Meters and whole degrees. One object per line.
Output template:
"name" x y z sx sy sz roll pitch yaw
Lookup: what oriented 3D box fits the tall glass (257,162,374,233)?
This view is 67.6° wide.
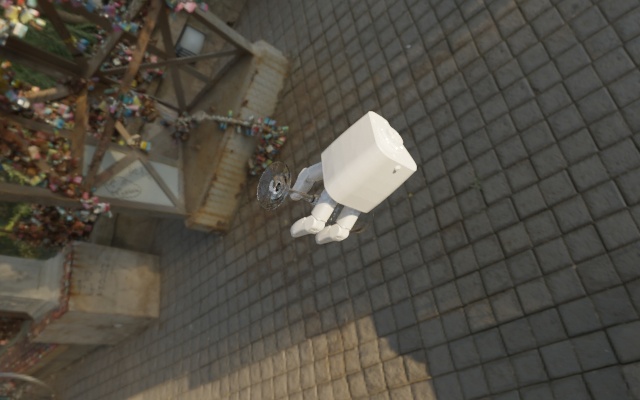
"tall glass" 0.000 0.002 0.769 0.079 0.079 0.201 0 -15 46
